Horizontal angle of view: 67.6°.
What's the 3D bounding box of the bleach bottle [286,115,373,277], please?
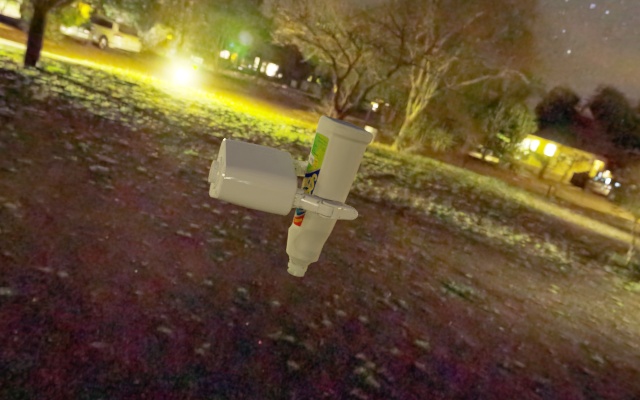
[{"bbox_3d":[0.000,0.002,0.732,0.068,0.251,0.102,13,14,-21],"label":"bleach bottle"}]
